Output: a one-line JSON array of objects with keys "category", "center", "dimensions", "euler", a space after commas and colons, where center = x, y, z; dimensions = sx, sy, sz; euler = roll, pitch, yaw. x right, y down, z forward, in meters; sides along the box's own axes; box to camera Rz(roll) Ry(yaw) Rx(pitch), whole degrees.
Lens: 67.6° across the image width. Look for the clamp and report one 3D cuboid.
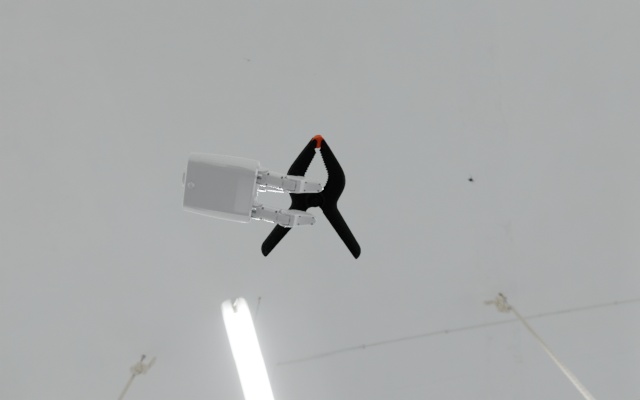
[{"category": "clamp", "center": [0.000, 0.002, 0.768], "dimensions": [0.164, 0.210, 0.036], "euler": [9, 15, -8]}]
